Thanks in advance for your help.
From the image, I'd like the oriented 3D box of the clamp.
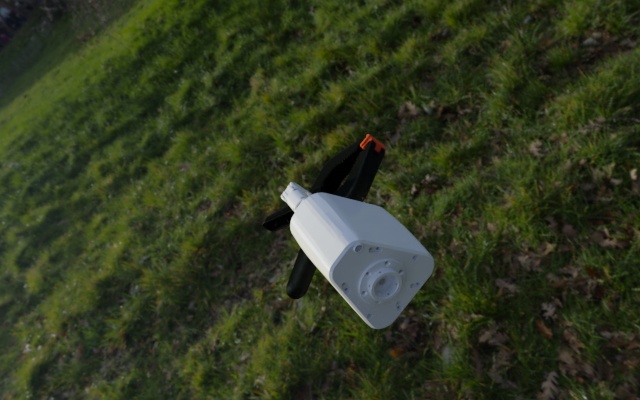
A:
[{"bbox_3d":[0.000,0.001,0.612,0.036,0.210,0.164,31,9,-32],"label":"clamp"}]
